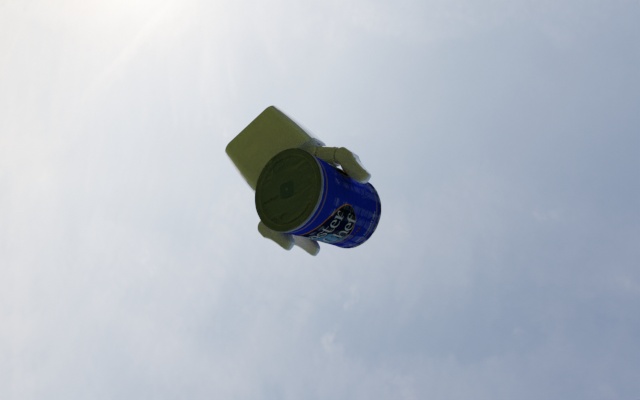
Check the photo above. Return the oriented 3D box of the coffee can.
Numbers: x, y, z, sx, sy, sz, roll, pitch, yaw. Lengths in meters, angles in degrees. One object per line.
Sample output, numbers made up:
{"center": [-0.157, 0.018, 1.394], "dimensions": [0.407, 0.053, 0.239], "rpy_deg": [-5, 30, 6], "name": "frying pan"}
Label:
{"center": [0.000, 0.002, 0.617], "dimensions": [0.103, 0.103, 0.140], "rpy_deg": [0, -13, 37], "name": "coffee can"}
